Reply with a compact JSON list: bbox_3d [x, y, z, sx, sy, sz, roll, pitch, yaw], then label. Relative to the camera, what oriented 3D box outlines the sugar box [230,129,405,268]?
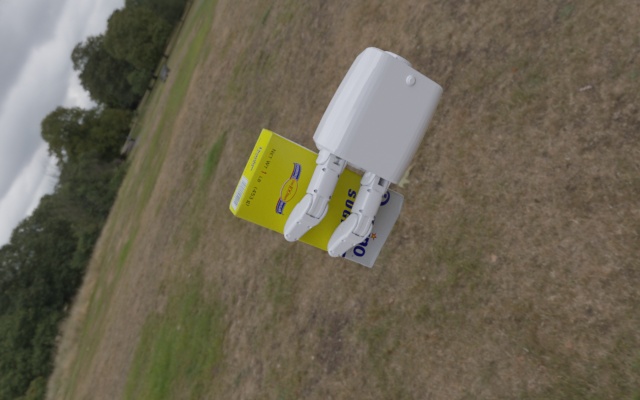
[{"bbox_3d":[0.000,0.002,0.520,0.176,0.093,0.048,23,6,-23],"label":"sugar box"}]
